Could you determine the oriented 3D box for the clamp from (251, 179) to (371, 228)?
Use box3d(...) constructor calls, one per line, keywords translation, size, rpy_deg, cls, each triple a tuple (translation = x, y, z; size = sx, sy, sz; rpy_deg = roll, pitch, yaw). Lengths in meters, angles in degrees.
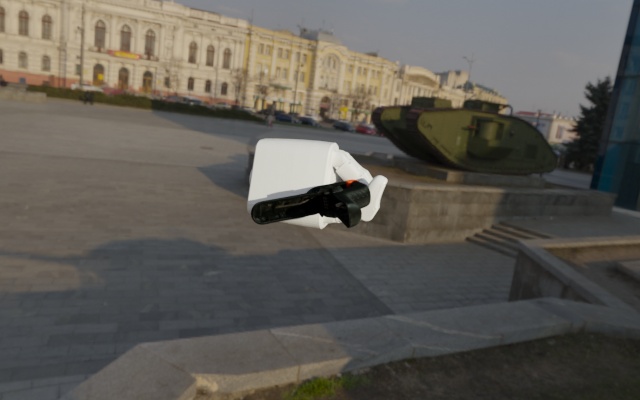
box3d(translation=(0.000, 0.001, 0.548), size=(0.120, 0.039, 0.171), rpy_deg=(5, 9, 14), cls="clamp")
